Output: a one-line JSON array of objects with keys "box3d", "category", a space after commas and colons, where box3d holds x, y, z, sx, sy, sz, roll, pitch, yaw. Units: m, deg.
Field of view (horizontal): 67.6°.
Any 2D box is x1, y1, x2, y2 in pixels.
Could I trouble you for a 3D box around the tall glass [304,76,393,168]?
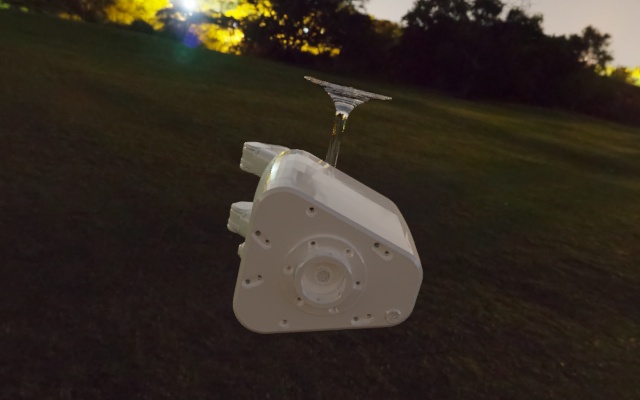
[{"box3d": [0.000, 0.001, 0.414, 0.079, 0.201, 0.079, 13, 15, -4], "category": "tall glass"}]
